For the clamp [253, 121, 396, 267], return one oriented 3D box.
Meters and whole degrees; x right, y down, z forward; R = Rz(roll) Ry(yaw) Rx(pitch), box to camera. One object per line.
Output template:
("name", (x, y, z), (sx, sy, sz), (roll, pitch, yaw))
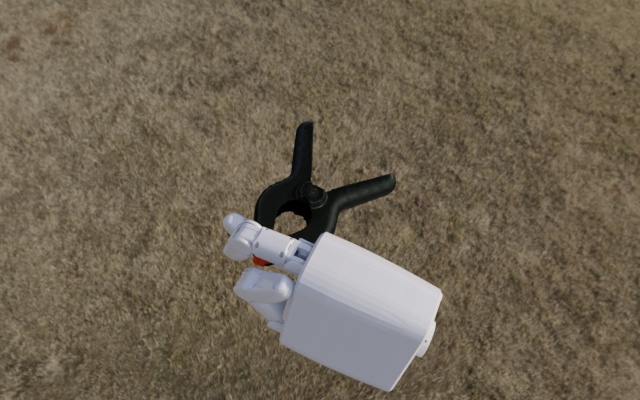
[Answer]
("clamp", (0.000, 0.001, 0.468), (0.120, 0.171, 0.039), (24, -32, 8))
